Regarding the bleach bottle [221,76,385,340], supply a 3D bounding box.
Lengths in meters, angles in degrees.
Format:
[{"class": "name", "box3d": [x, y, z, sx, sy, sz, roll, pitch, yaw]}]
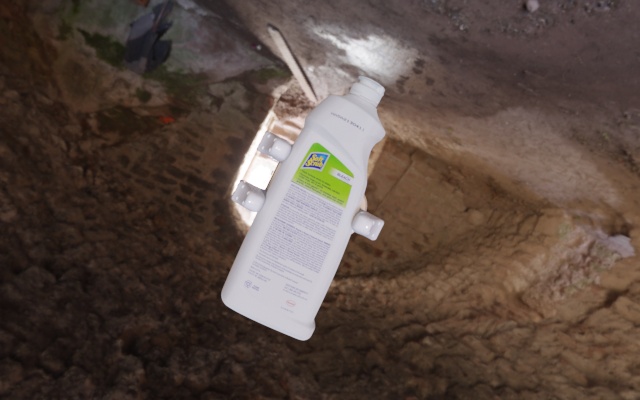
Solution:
[{"class": "bleach bottle", "box3d": [0.000, 0.002, 0.469, 0.102, 0.251, 0.068, 27, 2, -10]}]
